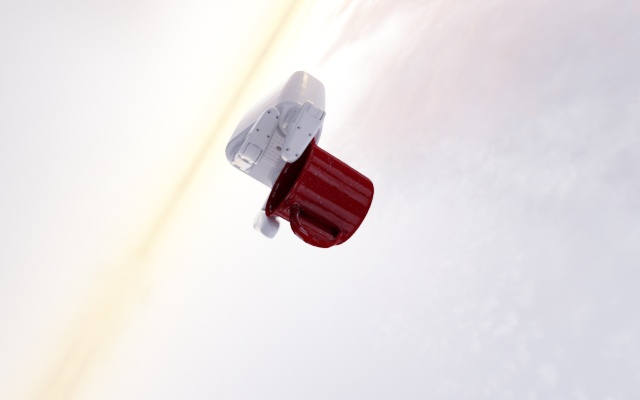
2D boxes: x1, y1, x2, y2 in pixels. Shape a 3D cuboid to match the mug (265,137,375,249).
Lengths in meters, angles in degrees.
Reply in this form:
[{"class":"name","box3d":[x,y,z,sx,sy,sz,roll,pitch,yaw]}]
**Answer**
[{"class":"mug","box3d":[0.000,0.003,0.481,0.081,0.093,0.117,30,34,-16]}]
